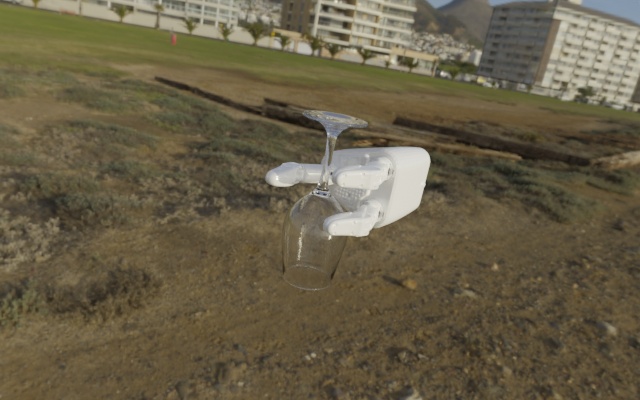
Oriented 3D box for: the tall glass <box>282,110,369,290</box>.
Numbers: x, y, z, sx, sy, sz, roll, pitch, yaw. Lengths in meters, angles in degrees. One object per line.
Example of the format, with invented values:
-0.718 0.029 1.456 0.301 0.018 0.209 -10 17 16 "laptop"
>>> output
0.000 0.001 0.557 0.079 0.201 0.079 9 18 -3 "tall glass"
